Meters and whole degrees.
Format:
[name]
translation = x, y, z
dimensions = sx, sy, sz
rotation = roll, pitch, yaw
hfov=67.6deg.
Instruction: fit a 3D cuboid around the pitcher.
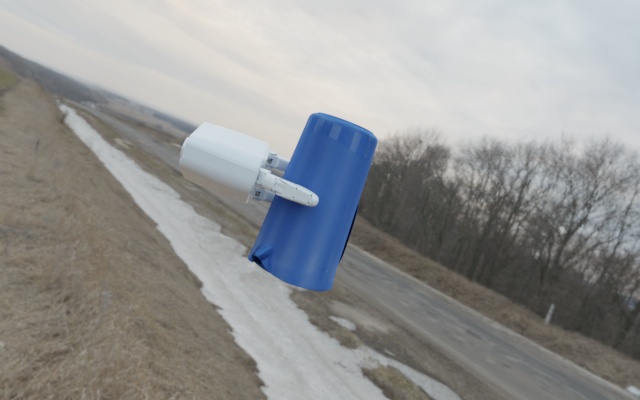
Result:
[pitcher]
translation = 0.000, 0.002, 0.714
dimensions = 0.145, 0.243, 0.149
rotation = 21, 4, -6
